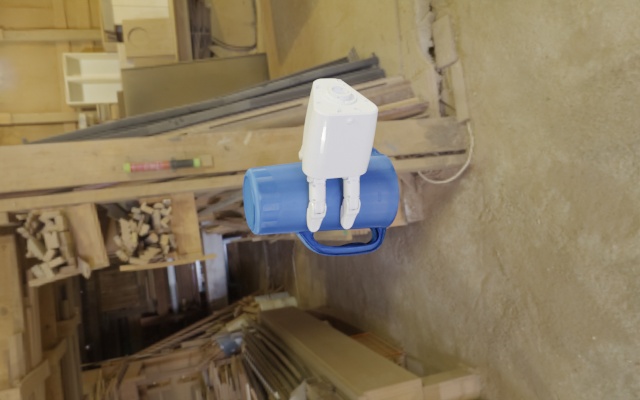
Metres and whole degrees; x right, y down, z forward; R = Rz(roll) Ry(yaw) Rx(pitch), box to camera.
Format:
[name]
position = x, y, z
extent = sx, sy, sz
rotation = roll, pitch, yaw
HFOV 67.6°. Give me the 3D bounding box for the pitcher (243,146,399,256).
[pitcher]
position = 0.000, 0.002, 0.800
extent = 0.243, 0.145, 0.149
rotation = -6, 44, -18
